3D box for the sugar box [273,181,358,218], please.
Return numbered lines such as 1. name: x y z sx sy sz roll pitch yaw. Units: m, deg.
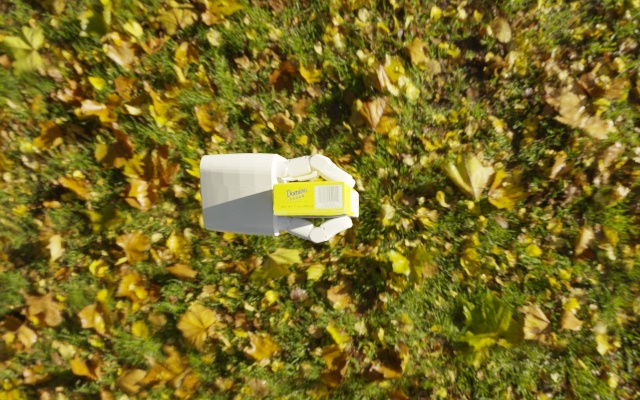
1. sugar box: 0.000 0.002 0.664 0.093 0.048 0.176 -1 -1 8
